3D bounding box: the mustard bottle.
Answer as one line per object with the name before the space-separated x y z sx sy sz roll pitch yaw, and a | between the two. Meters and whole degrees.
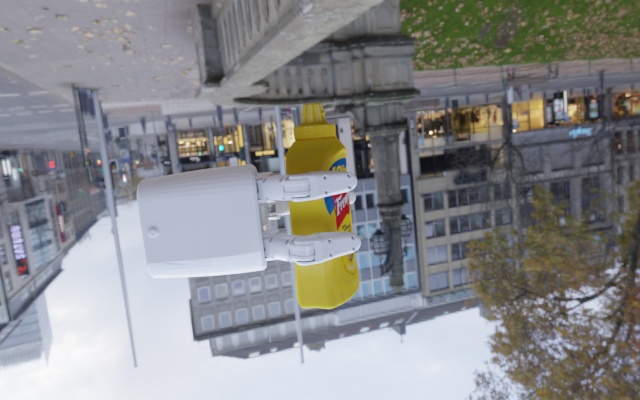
mustard bottle | 0.000 0.002 0.472 0.058 0.191 0.096 -3 8 21
